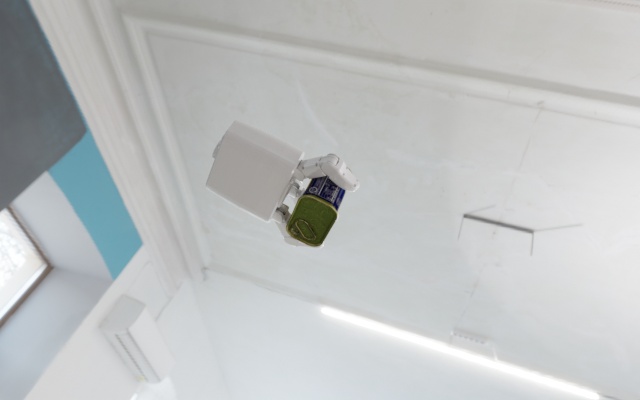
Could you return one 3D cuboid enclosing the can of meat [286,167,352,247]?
[{"bbox_3d":[0.000,0.002,0.674,0.057,0.084,0.102,26,-40,0],"label":"can of meat"}]
